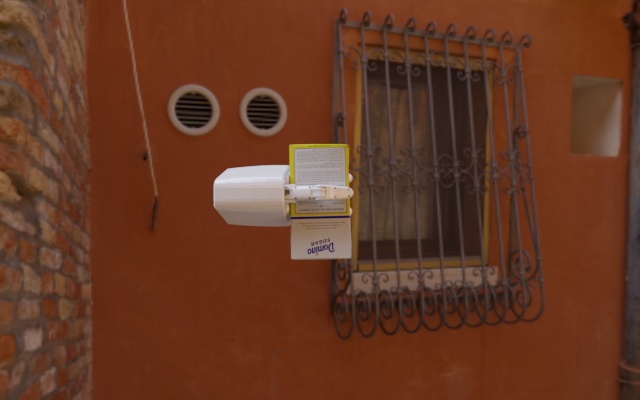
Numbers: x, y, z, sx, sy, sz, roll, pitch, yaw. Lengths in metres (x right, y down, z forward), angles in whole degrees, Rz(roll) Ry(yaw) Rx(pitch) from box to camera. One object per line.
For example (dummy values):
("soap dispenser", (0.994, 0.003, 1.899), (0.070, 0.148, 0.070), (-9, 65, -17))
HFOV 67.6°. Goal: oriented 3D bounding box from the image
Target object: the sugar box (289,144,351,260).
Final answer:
("sugar box", (0.000, 0.002, 0.740), (0.093, 0.176, 0.048), (-1, -2, 2))
